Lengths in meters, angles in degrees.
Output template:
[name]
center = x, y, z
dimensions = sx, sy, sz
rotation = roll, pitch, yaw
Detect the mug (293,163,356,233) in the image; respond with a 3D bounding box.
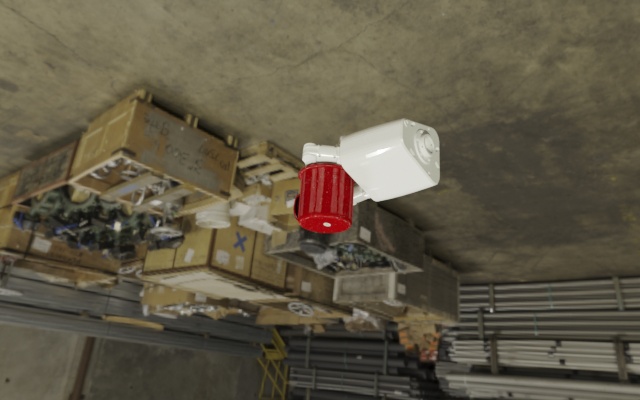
[mug]
center = -0.001, 0.003, 0.734
dimensions = 0.117, 0.081, 0.093
rotation = -16, -29, 40
